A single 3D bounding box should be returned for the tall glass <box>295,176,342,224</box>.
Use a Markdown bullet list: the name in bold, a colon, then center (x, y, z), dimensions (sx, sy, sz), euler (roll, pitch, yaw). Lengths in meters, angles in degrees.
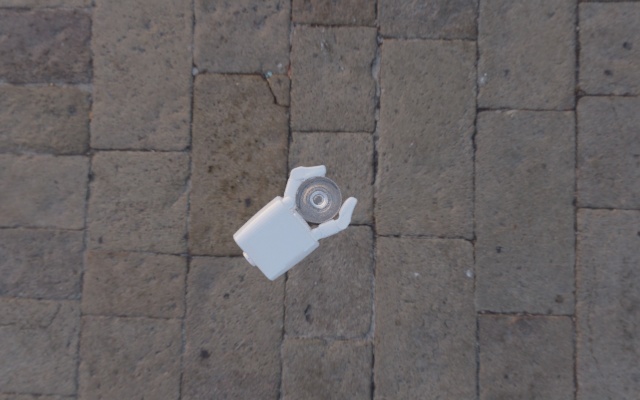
- **tall glass**: center (0.000, 0.003, 0.853), dimensions (0.079, 0.079, 0.201), euler (0, -3, 3)
